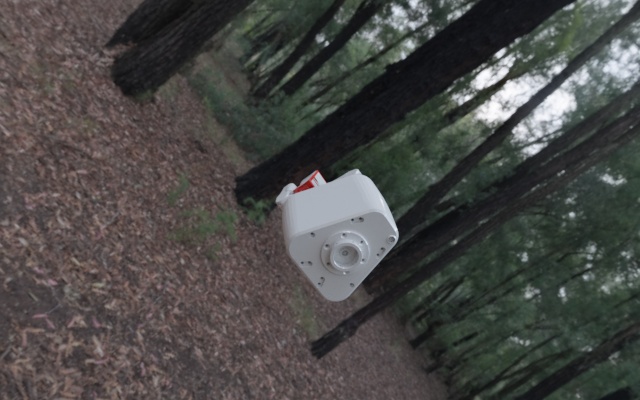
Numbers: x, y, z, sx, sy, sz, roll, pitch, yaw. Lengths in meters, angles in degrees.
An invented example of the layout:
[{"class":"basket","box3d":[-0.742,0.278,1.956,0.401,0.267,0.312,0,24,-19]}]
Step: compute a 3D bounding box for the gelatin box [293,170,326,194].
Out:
[{"class":"gelatin box","box3d":[0.001,0.002,0.648,0.030,0.073,0.089,-34,6,12]}]
